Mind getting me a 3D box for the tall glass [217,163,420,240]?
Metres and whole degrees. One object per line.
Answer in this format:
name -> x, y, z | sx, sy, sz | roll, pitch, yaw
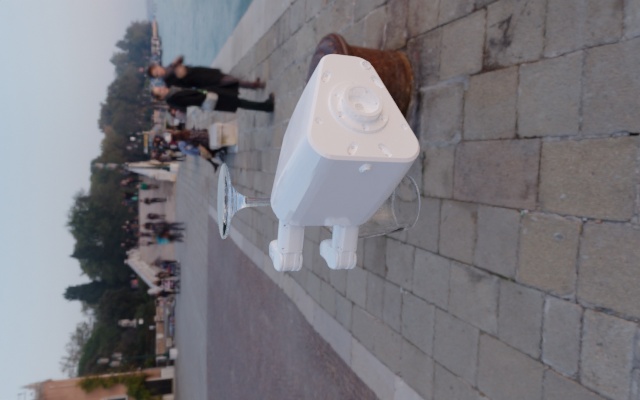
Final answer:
tall glass -> -0.001, 0.002, 0.492 | 0.201, 0.079, 0.079 | 1, 0, -20
